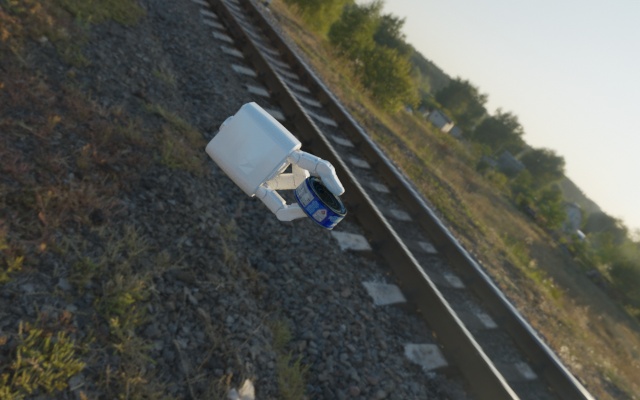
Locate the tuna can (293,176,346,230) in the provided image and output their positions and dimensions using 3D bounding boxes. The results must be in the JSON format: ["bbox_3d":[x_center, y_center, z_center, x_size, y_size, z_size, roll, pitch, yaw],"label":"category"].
[{"bbox_3d":[0.001,0.002,0.743,0.034,0.086,0.086,-43,-16,18],"label":"tuna can"}]
